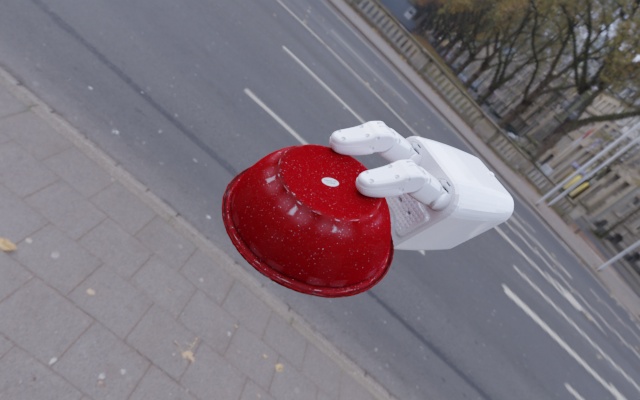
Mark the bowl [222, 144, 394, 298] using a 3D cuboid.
[{"bbox_3d":[-0.001,0.001,0.411,0.162,0.162,0.055,0,-44,-27],"label":"bowl"}]
